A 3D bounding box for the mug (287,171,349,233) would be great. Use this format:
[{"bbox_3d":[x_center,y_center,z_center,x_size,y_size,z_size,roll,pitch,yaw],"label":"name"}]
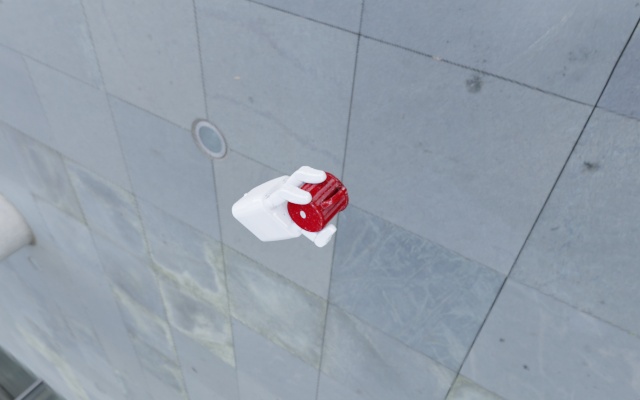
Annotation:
[{"bbox_3d":[0.001,0.003,0.867,0.117,0.093,0.081,-16,22,47],"label":"mug"}]
